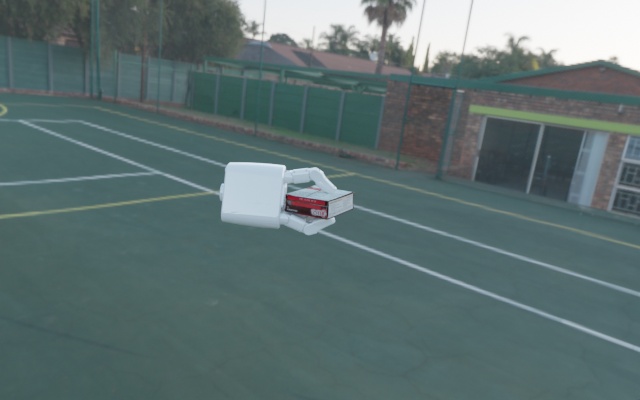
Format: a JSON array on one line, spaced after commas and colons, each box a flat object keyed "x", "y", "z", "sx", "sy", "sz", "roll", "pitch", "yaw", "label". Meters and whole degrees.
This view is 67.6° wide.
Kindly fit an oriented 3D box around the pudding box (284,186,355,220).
[{"x": 0.000, "y": 0.003, "z": 0.885, "sx": 0.090, "sy": 0.039, "sz": 0.113, "roll": 11, "pitch": 16, "yaw": 27, "label": "pudding box"}]
